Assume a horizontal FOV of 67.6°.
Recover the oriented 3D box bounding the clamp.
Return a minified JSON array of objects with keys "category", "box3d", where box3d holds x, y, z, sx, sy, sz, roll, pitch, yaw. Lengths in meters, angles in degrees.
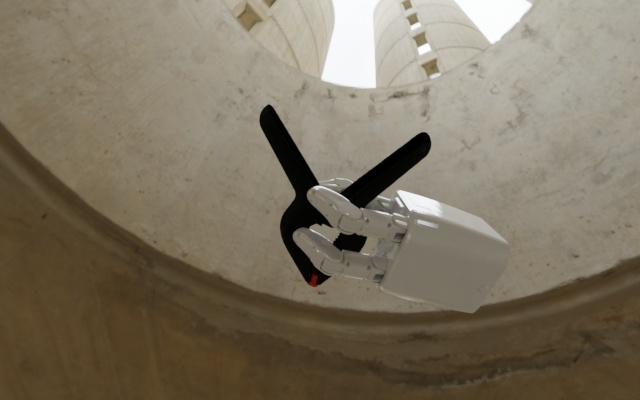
[{"category":"clamp","box3d":[0.000,0.002,0.498,0.164,0.210,0.036,16,32,-7]}]
